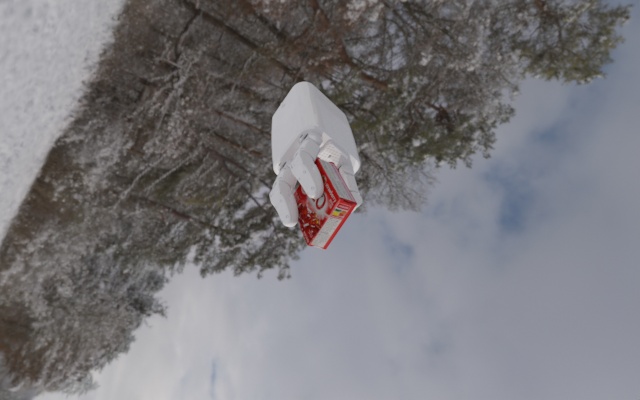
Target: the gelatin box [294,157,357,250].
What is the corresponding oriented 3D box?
[{"bbox_3d":[0.001,0.002,0.574,0.030,0.073,0.089,16,30,-32],"label":"gelatin box"}]
